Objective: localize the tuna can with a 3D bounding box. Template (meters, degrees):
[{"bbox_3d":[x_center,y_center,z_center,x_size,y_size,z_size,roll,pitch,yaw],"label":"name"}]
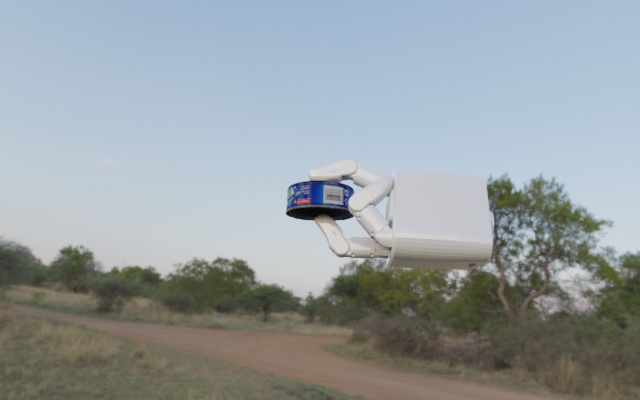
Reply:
[{"bbox_3d":[0.000,0.001,0.596,0.086,0.033,0.086,2,-13,0],"label":"tuna can"}]
